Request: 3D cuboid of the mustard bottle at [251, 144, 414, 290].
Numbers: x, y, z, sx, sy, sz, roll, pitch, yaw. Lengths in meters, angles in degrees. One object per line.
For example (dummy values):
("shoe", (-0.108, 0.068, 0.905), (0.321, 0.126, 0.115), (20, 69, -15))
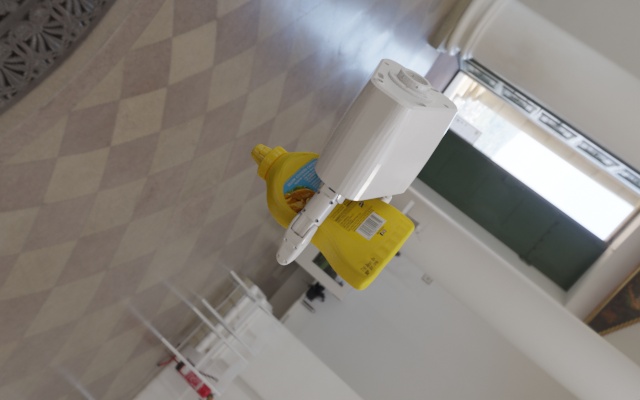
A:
("mustard bottle", (0.000, 0.002, 0.515), (0.096, 0.191, 0.058), (-43, -14, -32))
